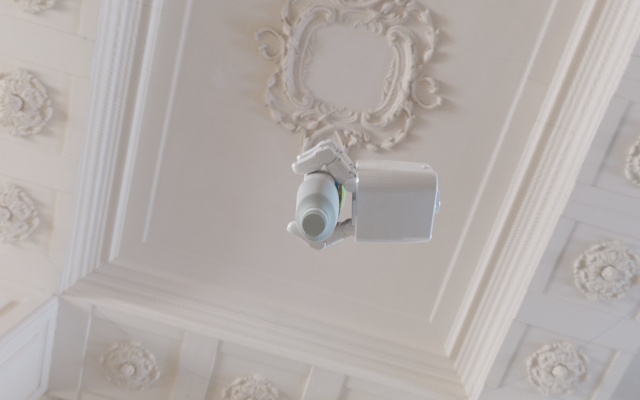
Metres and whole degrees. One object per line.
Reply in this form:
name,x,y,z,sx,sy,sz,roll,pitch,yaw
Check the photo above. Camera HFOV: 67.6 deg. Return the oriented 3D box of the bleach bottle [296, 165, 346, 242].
bleach bottle,0.000,0.002,0.671,0.068,0.102,0.250,1,16,4
